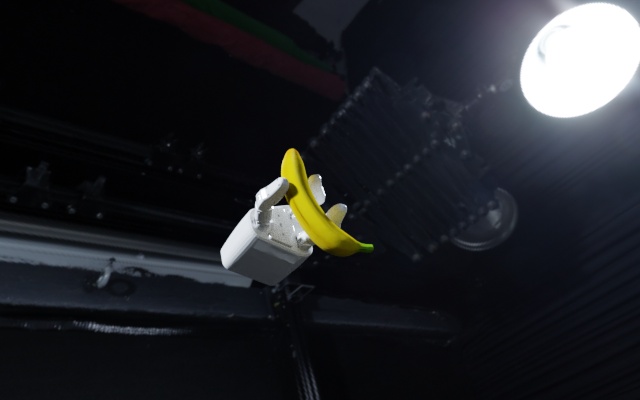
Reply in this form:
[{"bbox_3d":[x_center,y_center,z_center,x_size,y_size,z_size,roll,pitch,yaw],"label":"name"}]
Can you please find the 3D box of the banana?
[{"bbox_3d":[-0.010,0.009,0.674,0.069,0.197,0.037,-19,-24,-47],"label":"banana"}]
